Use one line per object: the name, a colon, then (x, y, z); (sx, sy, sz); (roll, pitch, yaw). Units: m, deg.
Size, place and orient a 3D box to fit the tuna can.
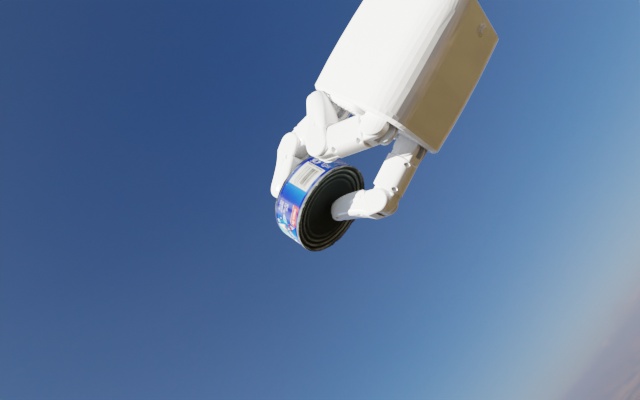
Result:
tuna can: (0.000, 0.001, 0.439); (0.033, 0.086, 0.086); (31, 19, 34)
